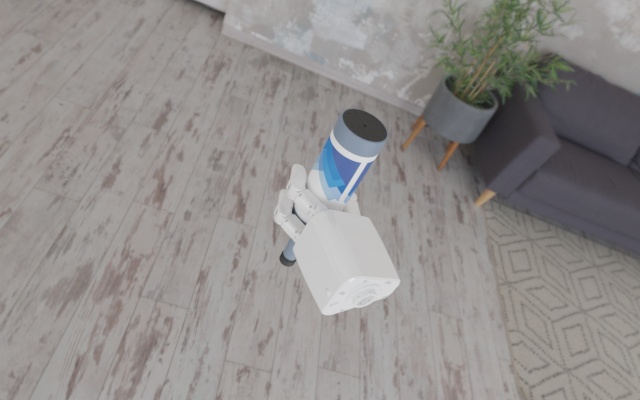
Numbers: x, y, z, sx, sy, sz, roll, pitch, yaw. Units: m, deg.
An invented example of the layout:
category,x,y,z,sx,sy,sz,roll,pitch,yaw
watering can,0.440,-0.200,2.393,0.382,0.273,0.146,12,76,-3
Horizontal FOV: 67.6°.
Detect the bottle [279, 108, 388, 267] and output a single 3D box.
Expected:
category,x,y,z,sx,sy,sz,roll,pitch,yaw
bottle,0.000,0.002,0.692,0.069,0.069,0.296,0,-41,-30
